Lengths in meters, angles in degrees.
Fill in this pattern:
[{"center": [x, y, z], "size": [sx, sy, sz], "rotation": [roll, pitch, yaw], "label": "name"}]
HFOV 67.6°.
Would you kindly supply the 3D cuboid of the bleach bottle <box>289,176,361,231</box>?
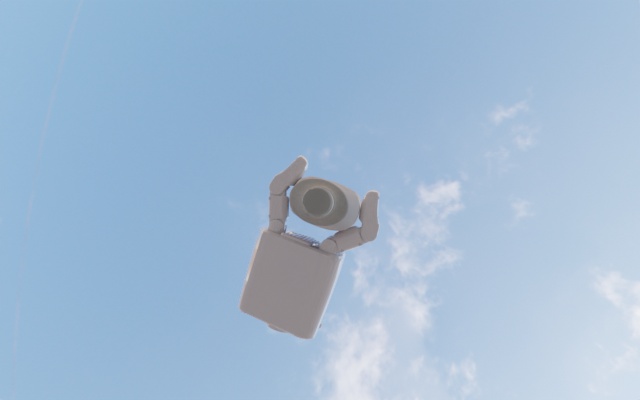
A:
[{"center": [0.000, 0.002, 0.600], "size": [0.102, 0.068, 0.251], "rotation": [18, 0, 6], "label": "bleach bottle"}]
